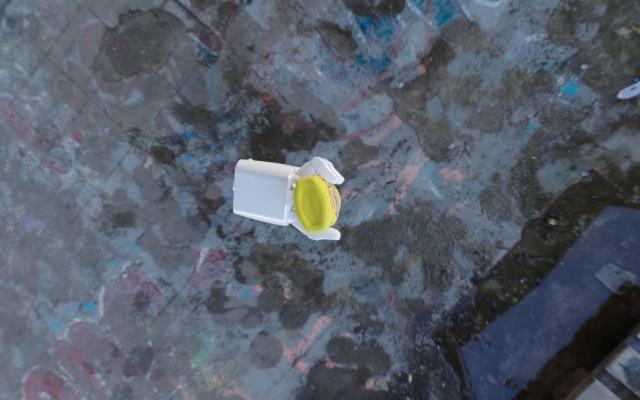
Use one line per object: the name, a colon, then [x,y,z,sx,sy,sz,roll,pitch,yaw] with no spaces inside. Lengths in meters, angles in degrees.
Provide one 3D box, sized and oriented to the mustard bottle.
mustard bottle: [0.000,0.003,0.877,0.058,0.096,0.191,-14,1,11]
